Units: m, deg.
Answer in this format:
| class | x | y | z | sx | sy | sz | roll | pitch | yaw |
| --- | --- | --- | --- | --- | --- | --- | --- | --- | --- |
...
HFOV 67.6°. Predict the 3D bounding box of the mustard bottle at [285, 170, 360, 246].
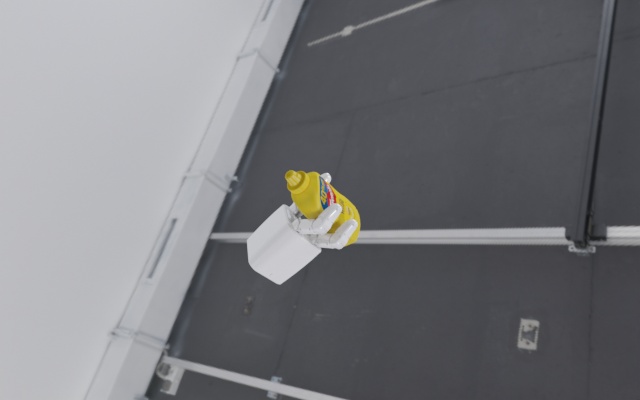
| class | x | y | z | sx | sy | sz | roll | pitch | yaw |
| --- | --- | --- | --- | --- | --- | --- | --- | --- | --- |
| mustard bottle | 0.001 | 0.003 | 0.873 | 0.058 | 0.096 | 0.192 | -24 | -43 | 27 |
